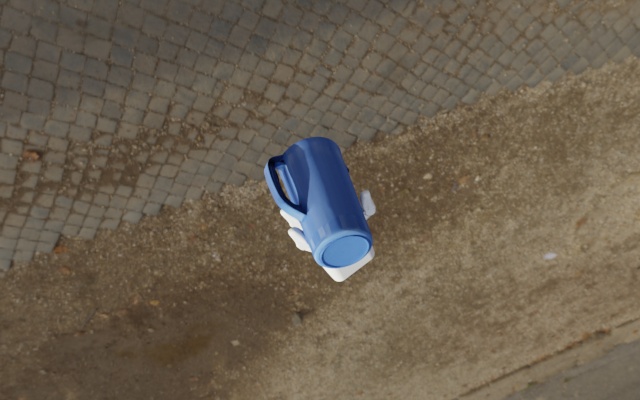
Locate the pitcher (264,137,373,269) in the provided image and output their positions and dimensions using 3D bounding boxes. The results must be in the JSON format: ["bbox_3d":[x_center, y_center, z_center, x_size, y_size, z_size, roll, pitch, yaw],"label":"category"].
[{"bbox_3d":[0.000,0.003,0.895,0.149,0.242,0.145,-25,-41,5],"label":"pitcher"}]
